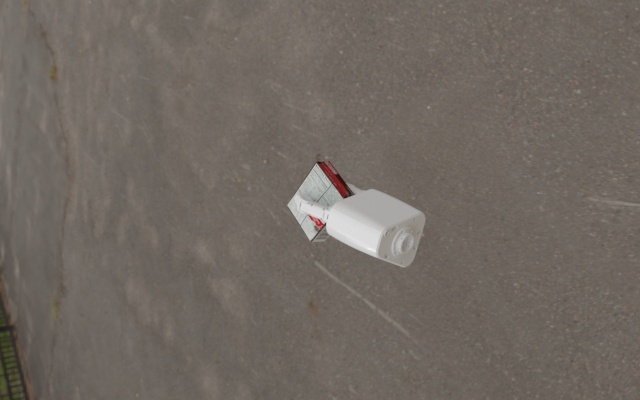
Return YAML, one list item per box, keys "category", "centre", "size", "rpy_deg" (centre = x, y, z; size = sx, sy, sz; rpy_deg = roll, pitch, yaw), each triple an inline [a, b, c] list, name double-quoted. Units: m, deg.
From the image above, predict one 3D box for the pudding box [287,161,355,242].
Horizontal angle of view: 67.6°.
- category: "pudding box"
  centre: [0.000, 0.003, 0.812]
  size: [0.039, 0.090, 0.113]
  rpy_deg: [-1, -42, -46]
